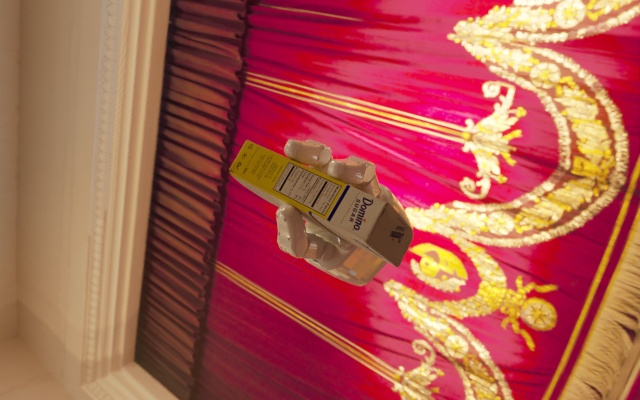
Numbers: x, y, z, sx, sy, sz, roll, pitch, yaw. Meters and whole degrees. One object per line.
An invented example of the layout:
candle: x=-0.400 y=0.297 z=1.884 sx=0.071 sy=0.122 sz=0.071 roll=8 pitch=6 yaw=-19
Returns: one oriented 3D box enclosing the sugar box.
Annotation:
sugar box: x=0.000 y=0.001 z=0.474 sx=0.176 sy=0.048 sz=0.093 roll=23 pitch=-9 yaw=32
